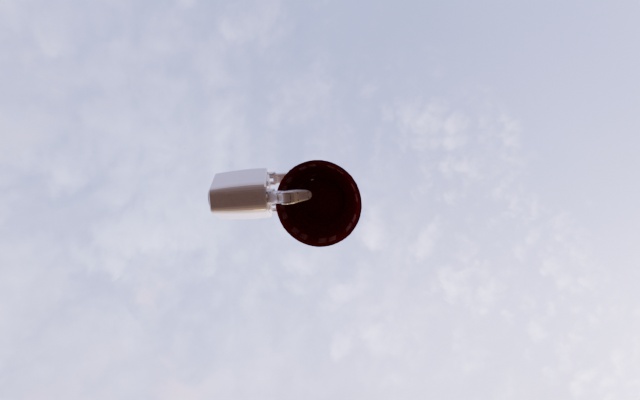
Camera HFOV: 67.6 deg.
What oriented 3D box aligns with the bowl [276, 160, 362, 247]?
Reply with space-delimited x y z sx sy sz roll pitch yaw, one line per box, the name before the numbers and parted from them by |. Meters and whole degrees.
bowl | 0.002 0.003 0.897 0.162 0.162 0.055 0 8 11
